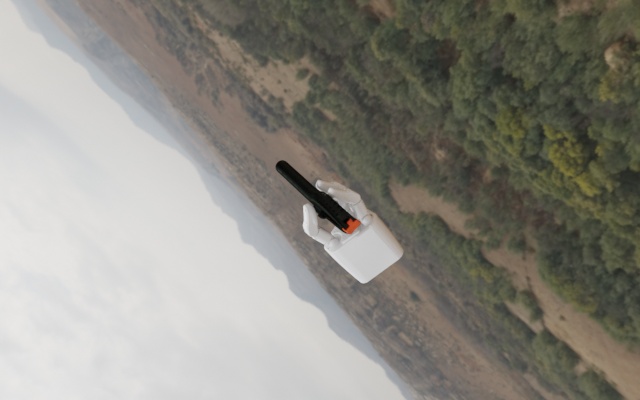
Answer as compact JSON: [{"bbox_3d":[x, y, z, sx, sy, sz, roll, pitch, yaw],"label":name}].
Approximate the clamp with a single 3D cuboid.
[{"bbox_3d":[0.000,0.004,0.861,0.165,0.036,0.210,47,-6,-28],"label":"clamp"}]
